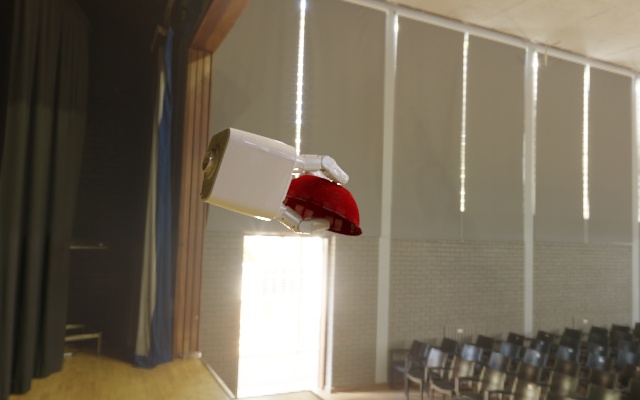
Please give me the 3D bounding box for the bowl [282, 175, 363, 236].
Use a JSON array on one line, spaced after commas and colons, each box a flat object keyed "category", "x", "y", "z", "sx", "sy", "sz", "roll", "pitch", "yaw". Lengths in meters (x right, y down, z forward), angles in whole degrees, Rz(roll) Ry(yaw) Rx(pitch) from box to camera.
[{"category": "bowl", "x": 0.001, "y": 0.003, "z": 0.777, "sx": 0.162, "sy": 0.055, "sz": 0.162, "roll": 20, "pitch": -14, "yaw": 5}]
